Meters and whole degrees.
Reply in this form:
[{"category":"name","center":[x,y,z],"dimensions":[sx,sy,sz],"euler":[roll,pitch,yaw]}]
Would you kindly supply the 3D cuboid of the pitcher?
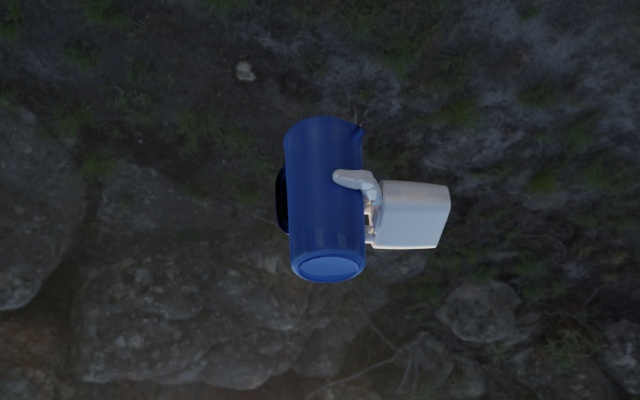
[{"category":"pitcher","center":[0.000,0.002,0.750],"dimensions":[0.145,0.242,0.149],"euler":[2,-33,-5]}]
